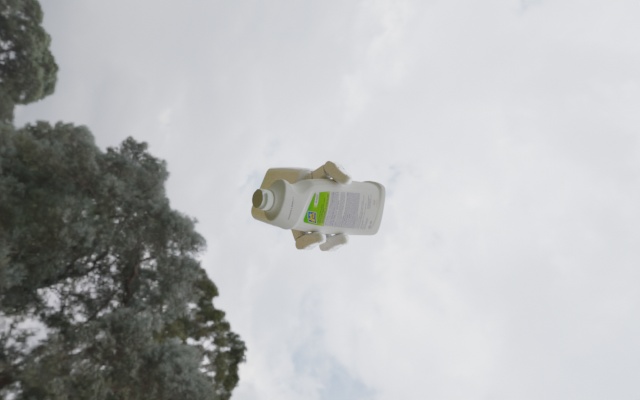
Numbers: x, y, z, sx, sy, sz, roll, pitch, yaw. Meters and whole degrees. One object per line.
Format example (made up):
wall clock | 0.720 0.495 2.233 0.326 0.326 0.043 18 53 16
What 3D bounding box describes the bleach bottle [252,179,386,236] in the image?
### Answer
bleach bottle | 0.000 0.003 0.785 0.251 0.102 0.068 9 0 -42
